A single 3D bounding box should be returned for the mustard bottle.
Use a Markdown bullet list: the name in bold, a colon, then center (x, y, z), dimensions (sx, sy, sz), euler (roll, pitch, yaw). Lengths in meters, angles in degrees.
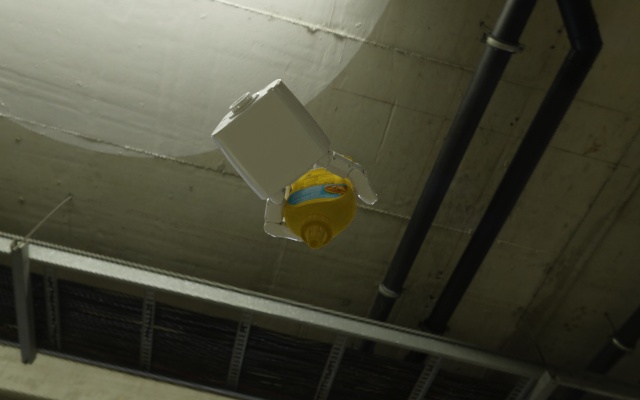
- **mustard bottle**: center (0.000, 0.002, 0.638), dimensions (0.096, 0.058, 0.191), euler (-8, 28, 9)
